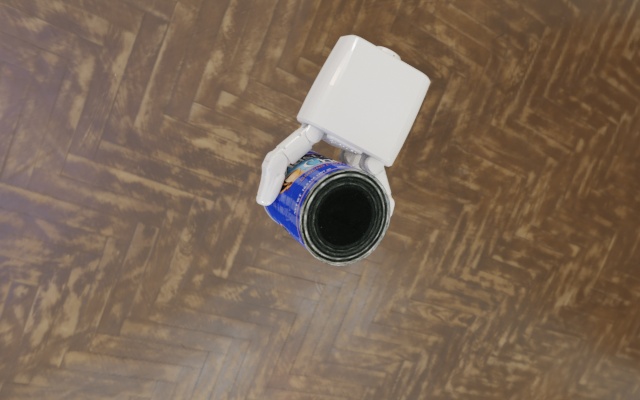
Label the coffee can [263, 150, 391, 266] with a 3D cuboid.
[{"bbox_3d":[0.000,0.002,0.544,0.103,0.103,0.140,0,14,-23],"label":"coffee can"}]
